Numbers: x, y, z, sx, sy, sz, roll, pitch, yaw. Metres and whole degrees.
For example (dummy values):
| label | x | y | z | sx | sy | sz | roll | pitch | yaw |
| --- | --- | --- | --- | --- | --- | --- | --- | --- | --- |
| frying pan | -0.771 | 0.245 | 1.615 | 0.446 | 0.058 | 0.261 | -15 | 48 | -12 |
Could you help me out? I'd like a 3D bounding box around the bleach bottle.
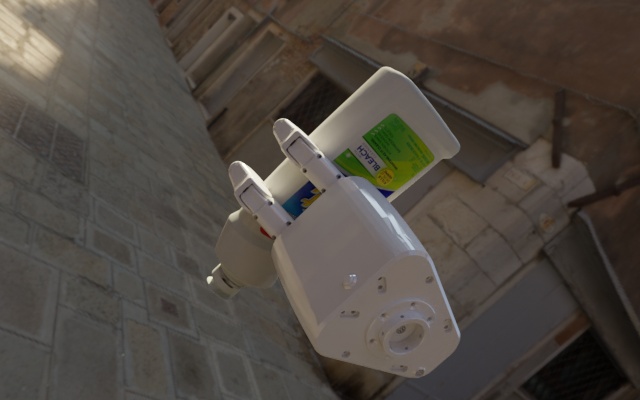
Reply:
| label | x | y | z | sx | sy | sz | roll | pitch | yaw |
| --- | --- | --- | --- | --- | --- | --- | --- | --- | --- |
| bleach bottle | 0.000 | 0.001 | 0.436 | 0.103 | 0.251 | 0.068 | 43 | 7 | -30 |
